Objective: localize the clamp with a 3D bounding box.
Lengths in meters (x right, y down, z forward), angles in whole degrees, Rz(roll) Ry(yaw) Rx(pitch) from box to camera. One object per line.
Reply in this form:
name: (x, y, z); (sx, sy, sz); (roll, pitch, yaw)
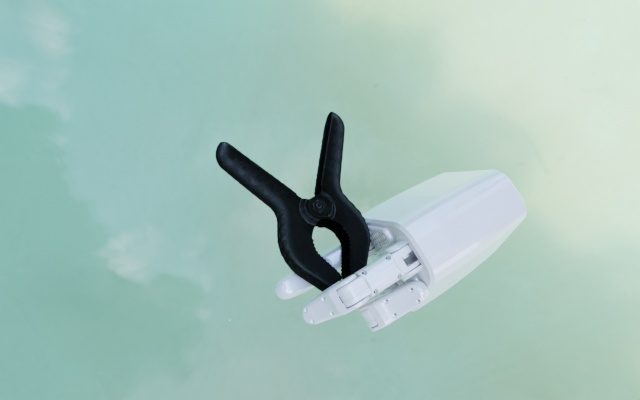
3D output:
clamp: (0.000, 0.001, 0.412); (0.120, 0.171, 0.039); (-29, -7, -16)
